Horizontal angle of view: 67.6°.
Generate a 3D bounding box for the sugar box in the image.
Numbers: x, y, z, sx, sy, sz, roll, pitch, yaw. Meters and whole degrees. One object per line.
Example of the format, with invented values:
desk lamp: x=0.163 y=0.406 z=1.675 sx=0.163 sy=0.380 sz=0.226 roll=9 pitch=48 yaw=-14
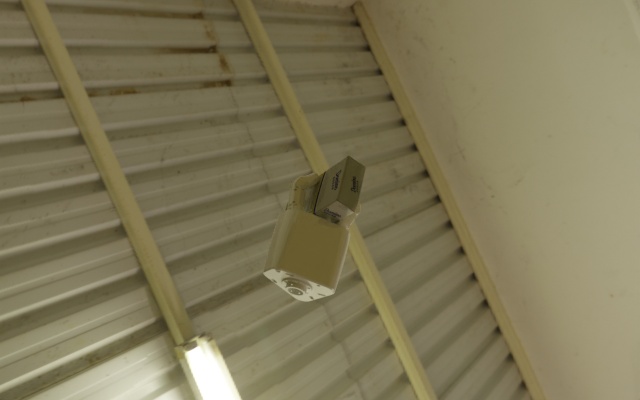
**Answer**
sugar box: x=0.000 y=0.003 z=0.813 sx=0.048 sy=0.093 sz=0.176 roll=33 pitch=-36 yaw=-25
